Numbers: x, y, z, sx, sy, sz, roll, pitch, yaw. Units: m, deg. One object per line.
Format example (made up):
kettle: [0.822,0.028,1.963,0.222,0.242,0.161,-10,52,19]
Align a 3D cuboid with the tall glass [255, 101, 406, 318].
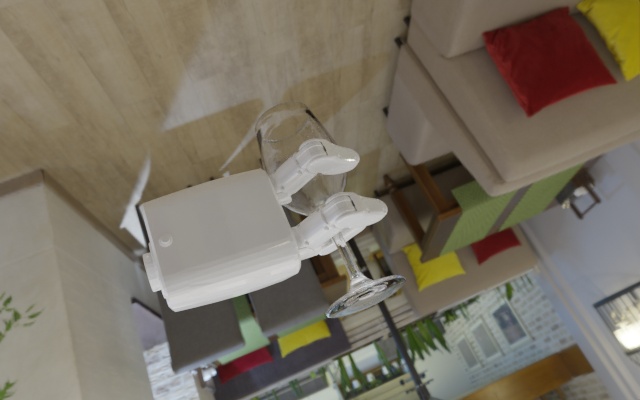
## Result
tall glass: [0.000,0.002,0.446,0.079,0.201,0.079,-20,-26,-10]
